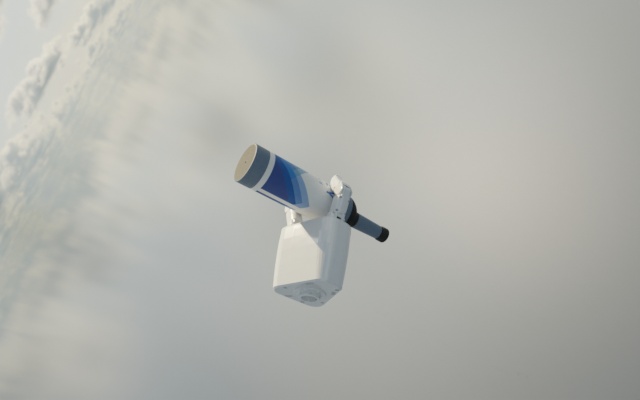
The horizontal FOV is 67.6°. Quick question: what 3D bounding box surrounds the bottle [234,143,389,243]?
[{"bbox_3d":[0.000,0.002,0.799,0.296,0.069,0.069,28,-14,-27],"label":"bottle"}]
